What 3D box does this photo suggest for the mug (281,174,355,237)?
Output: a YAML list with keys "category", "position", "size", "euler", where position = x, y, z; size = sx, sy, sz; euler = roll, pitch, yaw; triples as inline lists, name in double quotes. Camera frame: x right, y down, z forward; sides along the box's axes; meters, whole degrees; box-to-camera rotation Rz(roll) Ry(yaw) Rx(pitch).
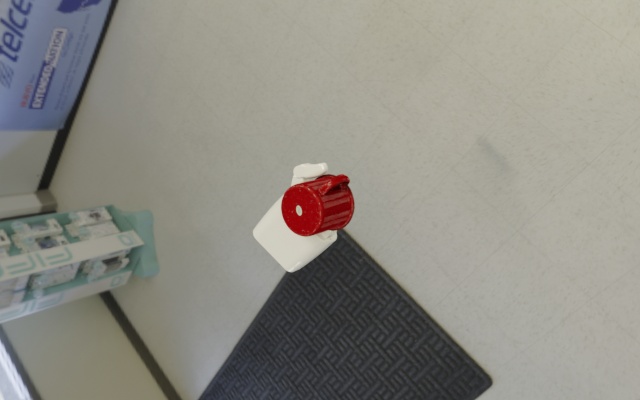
- category: "mug"
  position: [0.001, 0.002, 0.736]
  size: [0.117, 0.093, 0.081]
  euler: [-45, -17, 33]
